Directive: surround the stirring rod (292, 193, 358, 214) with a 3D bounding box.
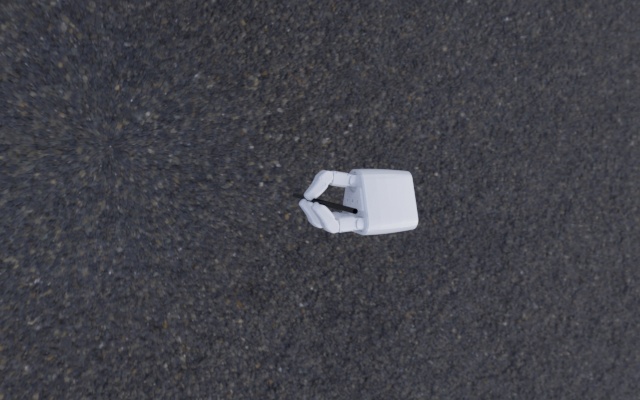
[{"bbox_3d":[0.000,0.002,0.769,0.011,0.011,0.239,0,6,-24],"label":"stirring rod"}]
